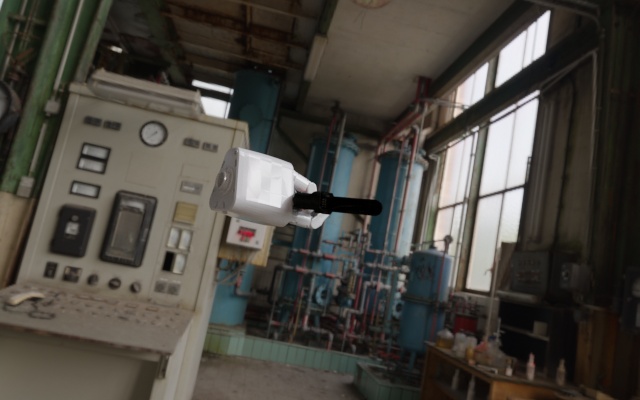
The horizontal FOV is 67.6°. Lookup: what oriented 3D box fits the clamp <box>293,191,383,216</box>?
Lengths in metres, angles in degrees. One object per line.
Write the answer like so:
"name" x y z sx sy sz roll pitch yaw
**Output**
"clamp" 0.000 0.002 0.750 0.120 0.039 0.171 16 -10 -36
